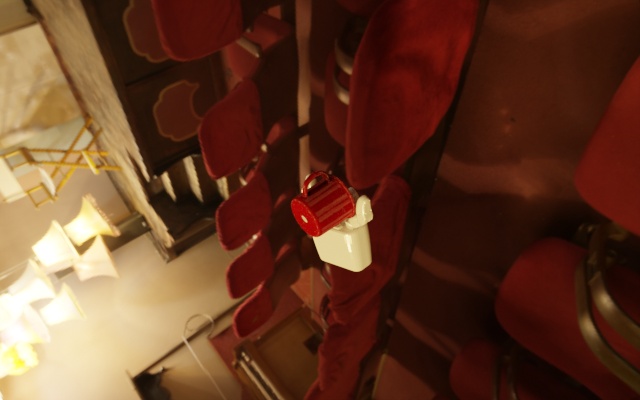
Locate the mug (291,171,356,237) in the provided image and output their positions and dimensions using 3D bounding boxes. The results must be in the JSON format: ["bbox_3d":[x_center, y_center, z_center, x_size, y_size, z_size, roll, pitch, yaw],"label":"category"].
[{"bbox_3d":[0.000,0.002,0.839,0.081,0.117,0.093,-33,40,-24],"label":"mug"}]
